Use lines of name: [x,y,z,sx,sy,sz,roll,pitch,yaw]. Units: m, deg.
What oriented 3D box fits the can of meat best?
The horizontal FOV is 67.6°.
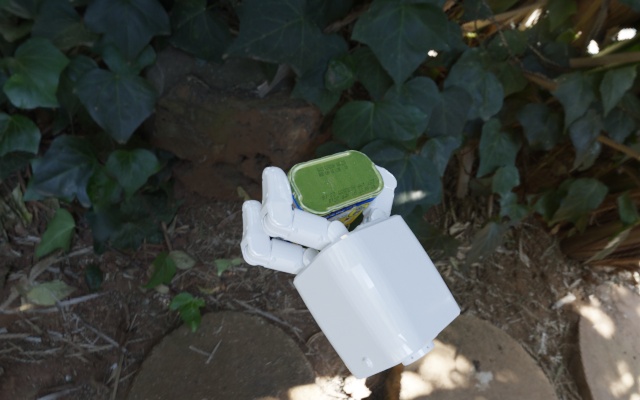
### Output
can of meat: [0.000,0.001,0.456,0.102,0.057,0.084,-19,-19,-35]
